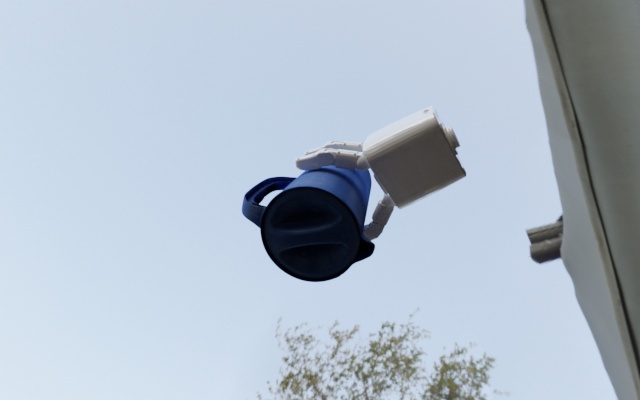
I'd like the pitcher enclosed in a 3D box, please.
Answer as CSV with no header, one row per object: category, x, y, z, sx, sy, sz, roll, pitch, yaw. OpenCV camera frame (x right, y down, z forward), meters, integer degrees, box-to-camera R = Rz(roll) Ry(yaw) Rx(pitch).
pitcher,0.000,0.002,0.710,0.145,0.149,0.242,-28,12,20
